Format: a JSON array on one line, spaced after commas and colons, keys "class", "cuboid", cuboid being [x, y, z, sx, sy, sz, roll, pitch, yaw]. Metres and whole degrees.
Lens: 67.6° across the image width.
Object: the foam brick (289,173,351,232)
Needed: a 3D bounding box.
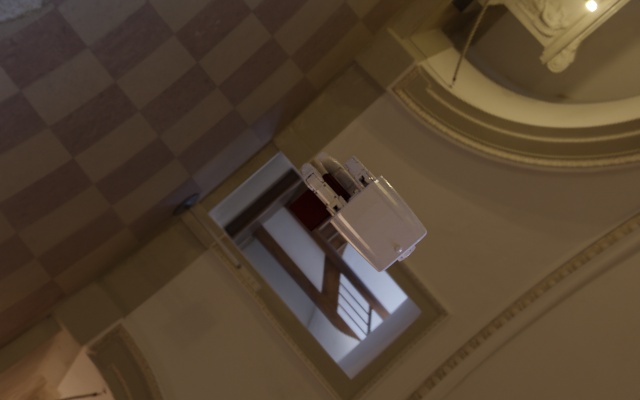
[{"class": "foam brick", "cuboid": [0.000, 0.002, 0.725, 0.078, 0.051, 0.053, -42, -3, 9]}]
